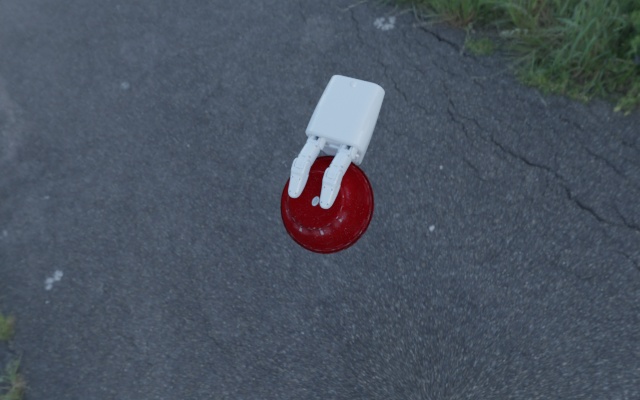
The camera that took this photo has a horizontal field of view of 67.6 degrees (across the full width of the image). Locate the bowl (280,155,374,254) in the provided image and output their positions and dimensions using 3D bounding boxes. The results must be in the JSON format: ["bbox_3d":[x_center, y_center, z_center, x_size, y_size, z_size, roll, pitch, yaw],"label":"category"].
[{"bbox_3d":[0.000,0.004,0.752,0.162,0.162,0.055,0,-8,20],"label":"bowl"}]
